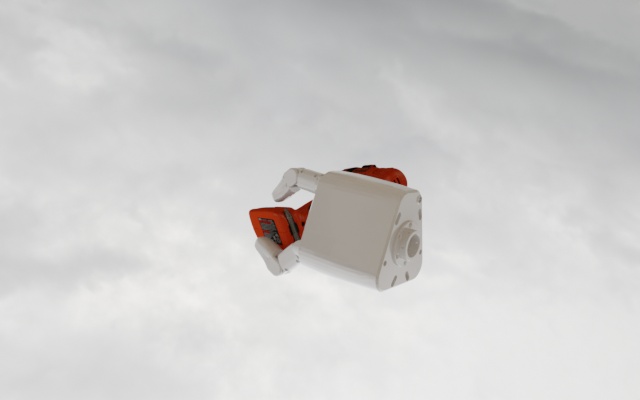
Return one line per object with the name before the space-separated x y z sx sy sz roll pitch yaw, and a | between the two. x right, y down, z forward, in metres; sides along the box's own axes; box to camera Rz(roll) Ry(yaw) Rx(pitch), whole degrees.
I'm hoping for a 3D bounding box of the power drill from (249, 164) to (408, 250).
power drill | 0.000 0.002 0.658 0.187 0.057 0.184 -26 12 -26
